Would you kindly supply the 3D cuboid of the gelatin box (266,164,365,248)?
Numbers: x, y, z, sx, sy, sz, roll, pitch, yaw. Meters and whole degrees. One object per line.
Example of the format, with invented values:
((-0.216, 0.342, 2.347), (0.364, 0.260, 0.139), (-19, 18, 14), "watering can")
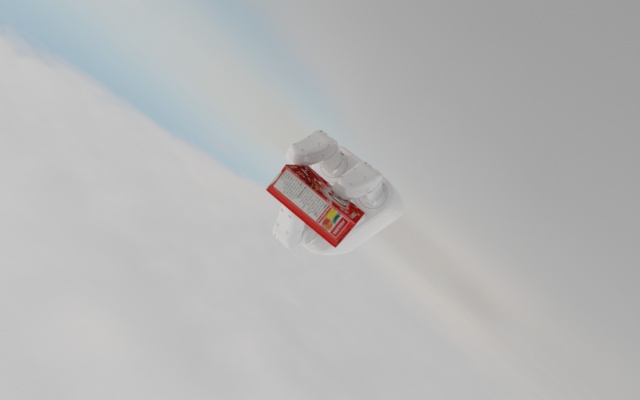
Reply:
((0.000, 0.002, 0.413), (0.073, 0.030, 0.089), (40, 9, 6), "gelatin box")
